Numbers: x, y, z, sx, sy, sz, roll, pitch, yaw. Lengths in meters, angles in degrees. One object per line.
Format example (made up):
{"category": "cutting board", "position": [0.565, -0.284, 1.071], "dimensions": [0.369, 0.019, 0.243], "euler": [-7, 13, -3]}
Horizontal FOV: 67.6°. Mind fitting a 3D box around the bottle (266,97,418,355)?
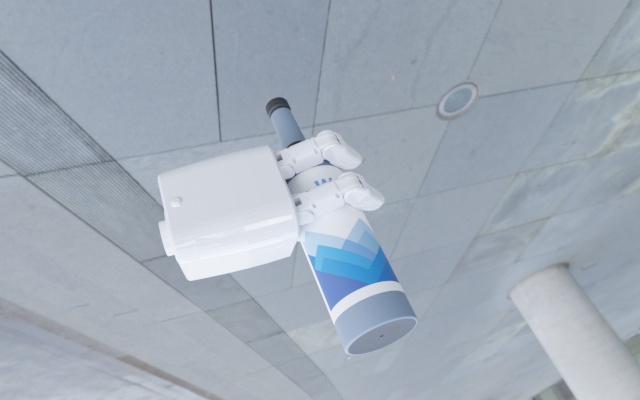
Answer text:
{"category": "bottle", "position": [0.000, 0.002, 0.477], "dimensions": [0.069, 0.295, 0.069], "euler": [-17, -34, -12]}
